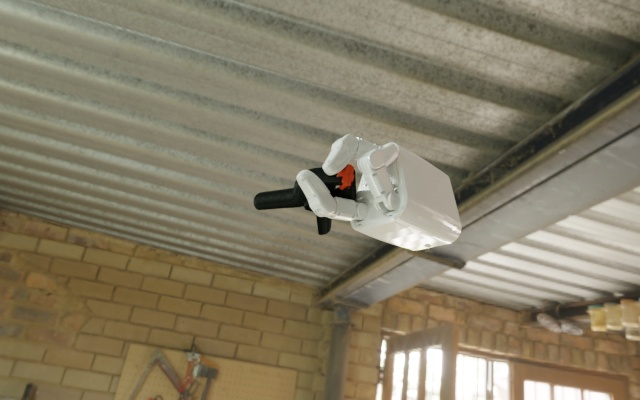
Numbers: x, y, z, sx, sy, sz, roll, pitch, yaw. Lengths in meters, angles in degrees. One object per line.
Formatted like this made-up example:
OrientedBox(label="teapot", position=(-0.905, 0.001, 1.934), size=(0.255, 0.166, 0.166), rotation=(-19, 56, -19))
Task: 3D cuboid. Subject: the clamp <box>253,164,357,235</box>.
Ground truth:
OrientedBox(label="clamp", position=(0.000, 0.001, 0.631), size=(0.120, 0.039, 0.171), rotation=(23, -26, -31))
